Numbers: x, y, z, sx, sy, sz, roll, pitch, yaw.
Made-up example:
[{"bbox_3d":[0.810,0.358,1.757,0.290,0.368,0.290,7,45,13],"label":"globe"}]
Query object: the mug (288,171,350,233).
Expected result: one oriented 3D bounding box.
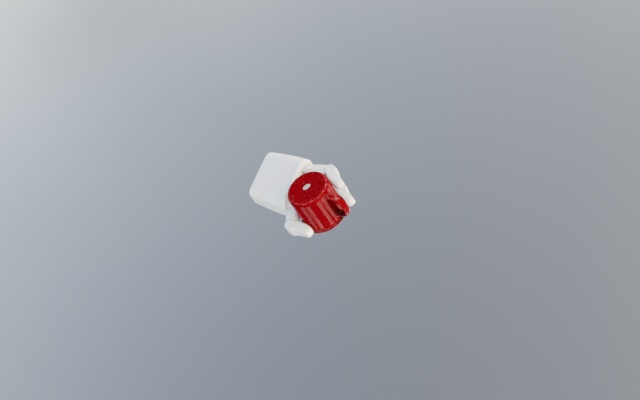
[{"bbox_3d":[0.001,0.003,0.878,0.117,0.093,0.081,15,-28,38],"label":"mug"}]
